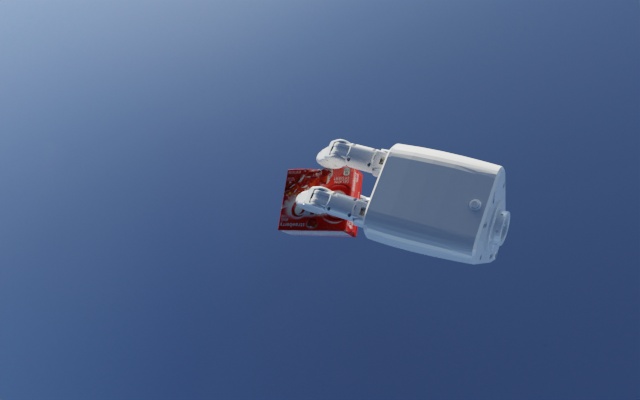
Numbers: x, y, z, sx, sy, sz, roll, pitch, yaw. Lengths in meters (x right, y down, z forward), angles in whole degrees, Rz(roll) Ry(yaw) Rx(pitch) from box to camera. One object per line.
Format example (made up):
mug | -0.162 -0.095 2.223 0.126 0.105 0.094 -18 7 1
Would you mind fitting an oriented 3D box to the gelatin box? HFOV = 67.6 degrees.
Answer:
gelatin box | 0.000 0.002 0.534 0.089 0.073 0.030 0 -17 30
